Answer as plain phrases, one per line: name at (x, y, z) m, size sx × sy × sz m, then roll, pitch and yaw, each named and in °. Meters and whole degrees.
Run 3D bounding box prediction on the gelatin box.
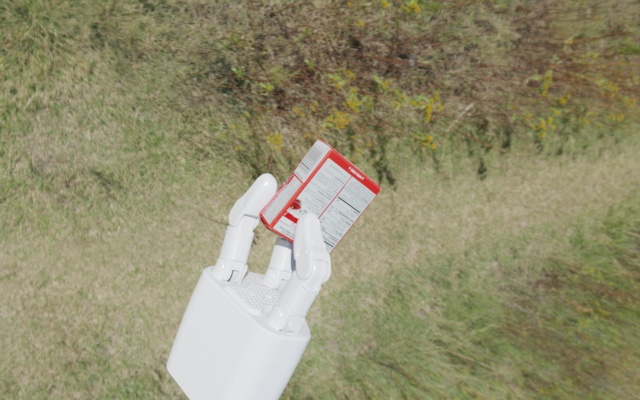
gelatin box at (0.000, 0.001, 0.428) m, size 0.073 × 0.089 × 0.030 m, roll 34°, pitch 7°, yaw -37°
